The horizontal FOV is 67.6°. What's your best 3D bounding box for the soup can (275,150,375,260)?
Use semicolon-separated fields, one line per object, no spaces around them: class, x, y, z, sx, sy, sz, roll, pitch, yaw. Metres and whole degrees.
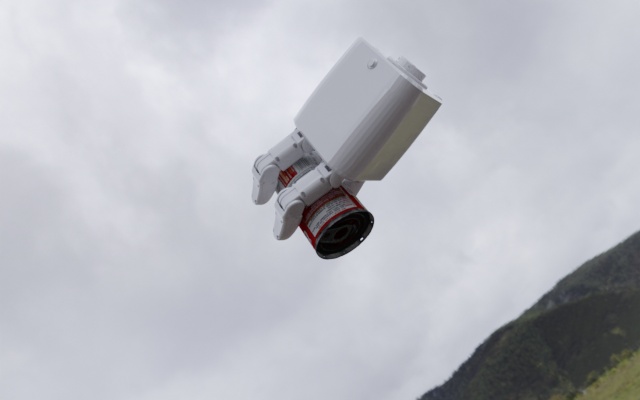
soup can;0.000;0.002;0.499;0.068;0.068;0.102;0;42;-42
